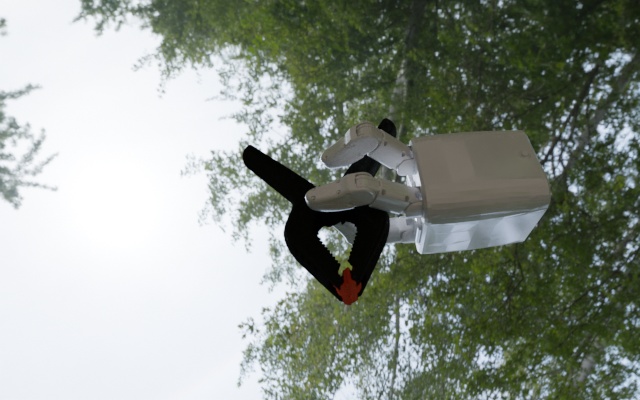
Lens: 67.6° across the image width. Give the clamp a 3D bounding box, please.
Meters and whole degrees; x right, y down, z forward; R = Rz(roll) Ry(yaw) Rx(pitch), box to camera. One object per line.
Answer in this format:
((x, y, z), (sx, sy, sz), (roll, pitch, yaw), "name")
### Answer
((0.000, 0.002, 0.450), (0.164, 0.209, 0.036), (-7, -43, 6), "clamp")
